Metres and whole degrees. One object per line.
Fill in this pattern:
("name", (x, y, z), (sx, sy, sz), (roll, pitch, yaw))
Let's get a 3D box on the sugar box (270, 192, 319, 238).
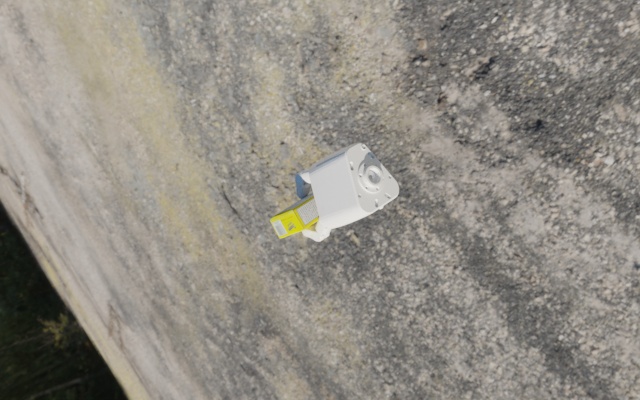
("sugar box", (0.000, 0.003, 0.871), (0.176, 0.048, 0.093), (-31, 5, -34))
